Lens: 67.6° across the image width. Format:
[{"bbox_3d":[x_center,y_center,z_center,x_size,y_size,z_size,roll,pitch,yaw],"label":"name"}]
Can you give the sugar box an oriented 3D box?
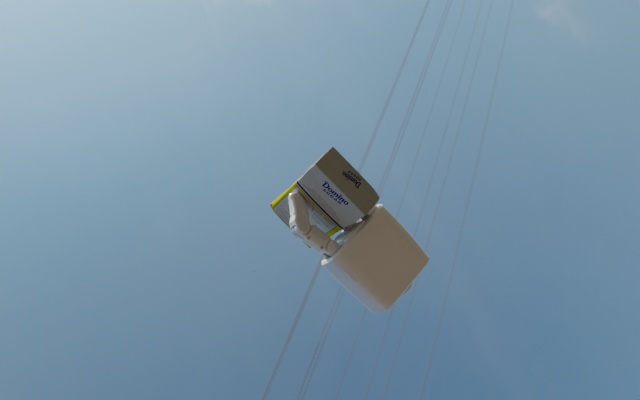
[{"bbox_3d":[0.000,0.002,0.670,0.048,0.093,0.176,-47,6,-33],"label":"sugar box"}]
